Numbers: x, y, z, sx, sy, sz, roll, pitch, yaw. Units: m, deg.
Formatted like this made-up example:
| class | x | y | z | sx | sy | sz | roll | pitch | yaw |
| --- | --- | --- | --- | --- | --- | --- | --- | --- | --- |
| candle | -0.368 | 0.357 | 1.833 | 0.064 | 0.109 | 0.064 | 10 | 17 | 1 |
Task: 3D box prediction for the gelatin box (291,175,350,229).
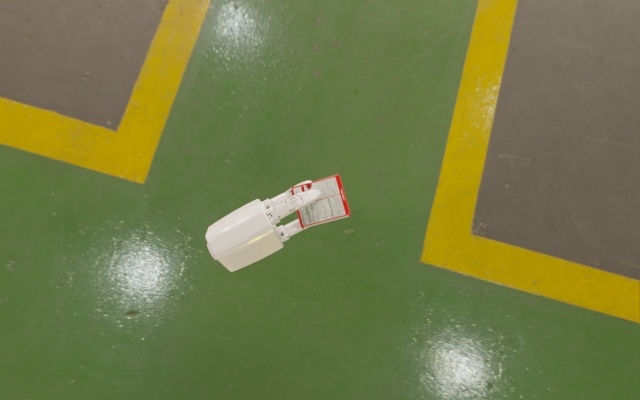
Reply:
| class | x | y | z | sx | sy | sz | roll | pitch | yaw |
| --- | --- | --- | --- | --- | --- | --- | --- | --- | --- |
| gelatin box | 0.000 | 0.003 | 0.830 | 0.089 | 0.073 | 0.030 | -16 | -9 | 0 |
